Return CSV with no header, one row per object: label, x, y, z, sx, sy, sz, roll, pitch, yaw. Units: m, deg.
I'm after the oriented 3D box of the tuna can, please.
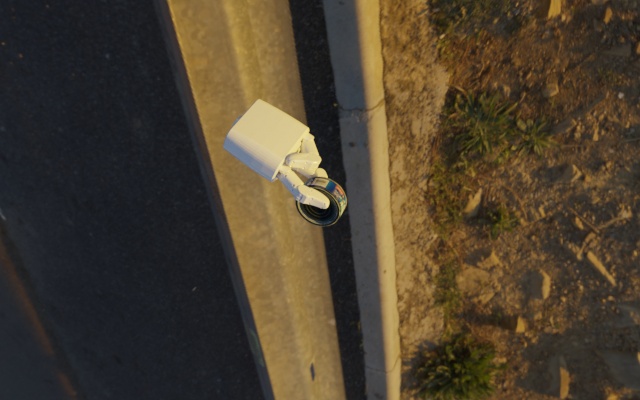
tuna can,0.000,0.003,0.831,0.086,0.086,0.033,0,34,24
